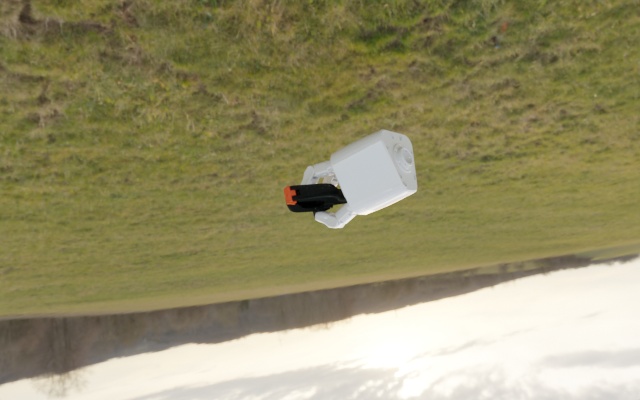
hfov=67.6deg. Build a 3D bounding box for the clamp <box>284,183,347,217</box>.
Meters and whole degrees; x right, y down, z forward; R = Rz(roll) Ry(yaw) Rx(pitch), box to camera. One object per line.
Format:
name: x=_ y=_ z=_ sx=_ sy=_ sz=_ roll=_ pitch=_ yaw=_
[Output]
clamp: x=0.000 y=0.003 z=0.860 sx=0.164 sy=0.036 sz=0.210 roll=-26 pitch=-19 yaw=38
